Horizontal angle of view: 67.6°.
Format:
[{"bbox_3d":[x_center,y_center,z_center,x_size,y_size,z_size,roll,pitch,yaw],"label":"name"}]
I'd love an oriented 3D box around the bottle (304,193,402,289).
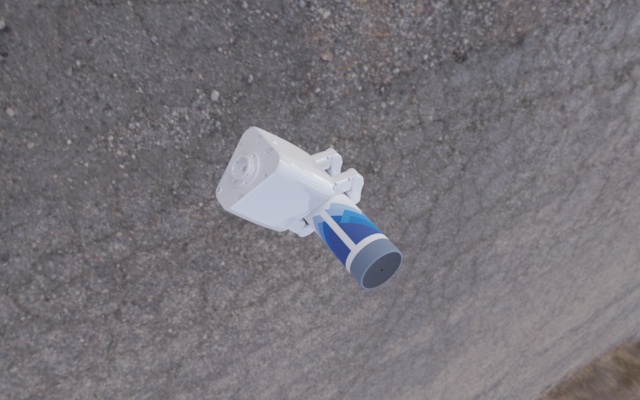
[{"bbox_3d":[0.000,0.002,0.694,0.069,0.069,0.295,0,36,-41],"label":"bottle"}]
